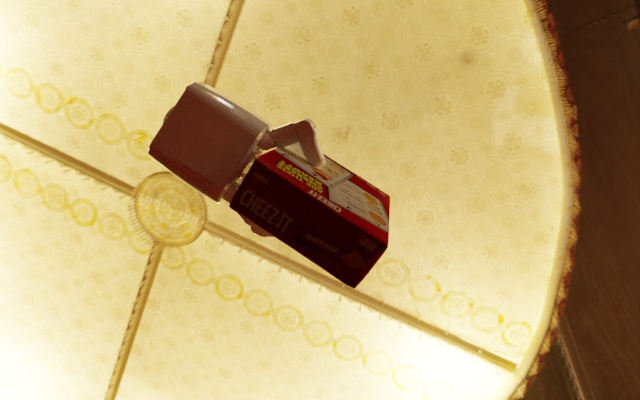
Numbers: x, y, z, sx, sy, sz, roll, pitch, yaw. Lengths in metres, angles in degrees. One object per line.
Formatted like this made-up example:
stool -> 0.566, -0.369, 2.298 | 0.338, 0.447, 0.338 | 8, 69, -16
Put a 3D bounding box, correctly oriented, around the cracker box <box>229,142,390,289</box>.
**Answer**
cracker box -> 0.000, 0.002, 0.592 | 0.164, 0.072, 0.213 | 33, 17, 0
